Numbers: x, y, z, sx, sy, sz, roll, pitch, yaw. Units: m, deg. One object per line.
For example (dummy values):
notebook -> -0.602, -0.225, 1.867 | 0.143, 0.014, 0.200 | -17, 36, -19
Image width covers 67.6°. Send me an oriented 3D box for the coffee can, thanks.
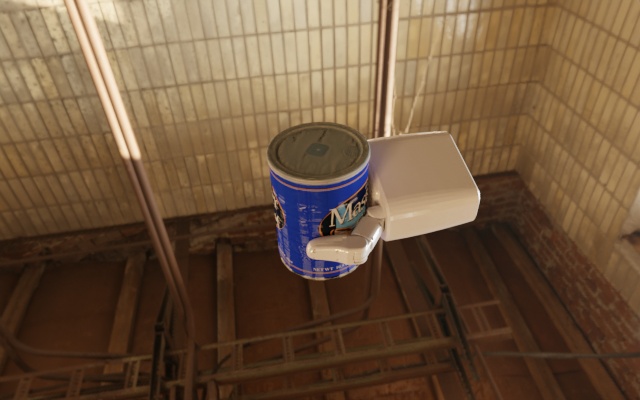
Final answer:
coffee can -> 0.000, 0.002, 0.516 | 0.103, 0.140, 0.102 | -1, 40, 1
